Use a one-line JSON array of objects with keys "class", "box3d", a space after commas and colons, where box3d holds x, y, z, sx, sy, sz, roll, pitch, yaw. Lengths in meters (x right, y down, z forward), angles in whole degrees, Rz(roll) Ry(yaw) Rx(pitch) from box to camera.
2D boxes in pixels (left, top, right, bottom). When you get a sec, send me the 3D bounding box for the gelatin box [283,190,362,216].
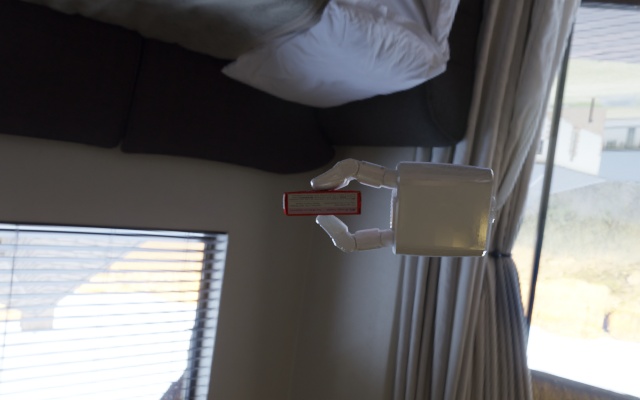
[{"class": "gelatin box", "box3d": [0.000, 0.002, 0.579, 0.089, 0.030, 0.073, -2, 2, -6]}]
